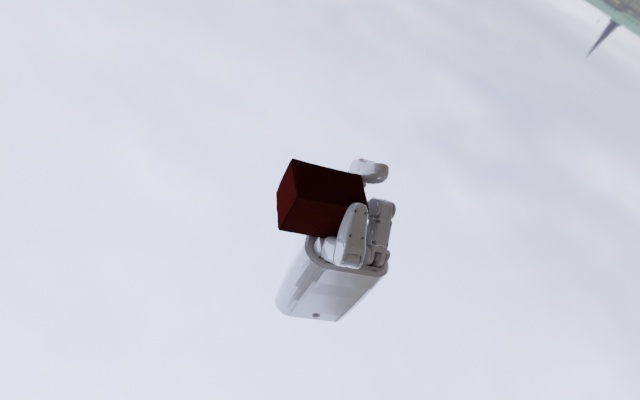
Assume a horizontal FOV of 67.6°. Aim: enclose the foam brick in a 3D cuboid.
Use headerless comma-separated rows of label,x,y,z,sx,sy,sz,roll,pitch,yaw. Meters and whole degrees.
foam brick,0.000,0.001,0.471,0.078,0.053,0.051,13,-45,-22
